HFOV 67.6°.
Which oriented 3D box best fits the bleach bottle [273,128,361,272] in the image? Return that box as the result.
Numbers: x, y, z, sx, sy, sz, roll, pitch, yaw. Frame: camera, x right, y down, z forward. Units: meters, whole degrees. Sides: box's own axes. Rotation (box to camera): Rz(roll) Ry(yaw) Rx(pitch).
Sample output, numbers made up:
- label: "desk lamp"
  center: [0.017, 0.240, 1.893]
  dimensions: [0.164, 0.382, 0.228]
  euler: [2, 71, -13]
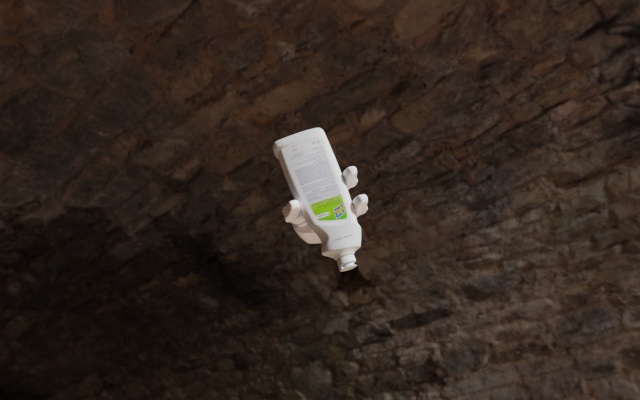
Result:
- label: "bleach bottle"
  center: [0.000, 0.003, 0.828]
  dimensions: [0.102, 0.250, 0.068]
  euler: [-19, -18, 1]
